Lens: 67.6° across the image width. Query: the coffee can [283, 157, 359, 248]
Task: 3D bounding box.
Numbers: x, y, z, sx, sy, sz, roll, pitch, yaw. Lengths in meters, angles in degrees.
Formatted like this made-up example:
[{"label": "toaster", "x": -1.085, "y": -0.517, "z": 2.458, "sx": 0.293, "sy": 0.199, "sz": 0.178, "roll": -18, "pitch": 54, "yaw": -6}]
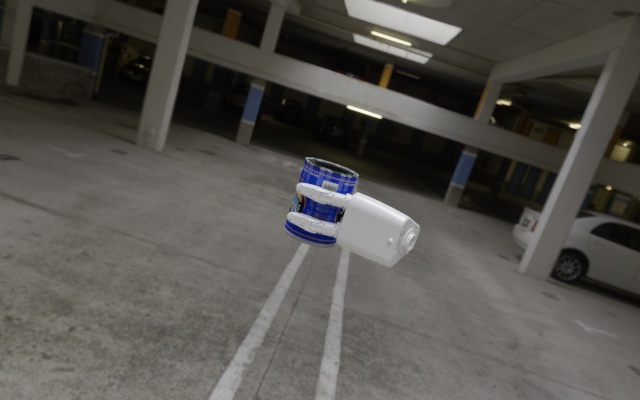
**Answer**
[{"label": "coffee can", "x": 0.000, "y": 0.003, "z": 0.884, "sx": 0.103, "sy": 0.140, "sz": 0.102, "roll": 17, "pitch": 12, "yaw": -4}]
